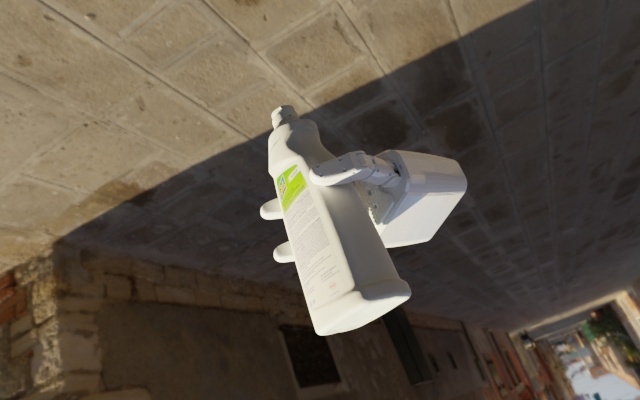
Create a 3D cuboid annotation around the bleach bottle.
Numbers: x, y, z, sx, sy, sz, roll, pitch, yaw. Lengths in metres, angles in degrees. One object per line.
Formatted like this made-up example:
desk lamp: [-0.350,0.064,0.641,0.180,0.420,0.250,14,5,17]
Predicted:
bleach bottle: [0.000,0.002,0.493,0.068,0.250,0.103,0,-31,-37]
